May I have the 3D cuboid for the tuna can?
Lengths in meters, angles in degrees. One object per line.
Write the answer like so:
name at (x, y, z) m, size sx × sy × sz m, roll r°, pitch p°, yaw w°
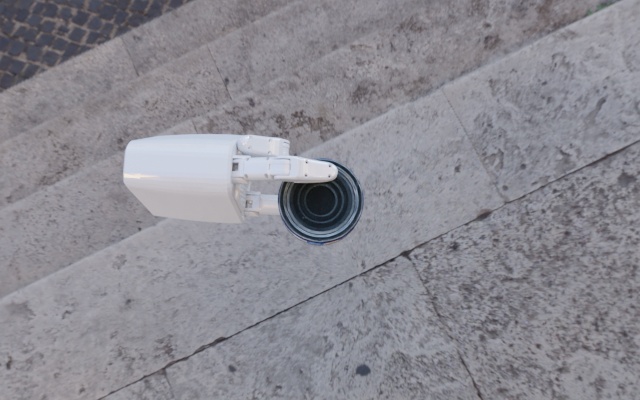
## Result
tuna can at (0.000, 0.001, 0.478) m, size 0.086 × 0.086 × 0.034 m, roll 0°, pitch -8°, yaw -1°
